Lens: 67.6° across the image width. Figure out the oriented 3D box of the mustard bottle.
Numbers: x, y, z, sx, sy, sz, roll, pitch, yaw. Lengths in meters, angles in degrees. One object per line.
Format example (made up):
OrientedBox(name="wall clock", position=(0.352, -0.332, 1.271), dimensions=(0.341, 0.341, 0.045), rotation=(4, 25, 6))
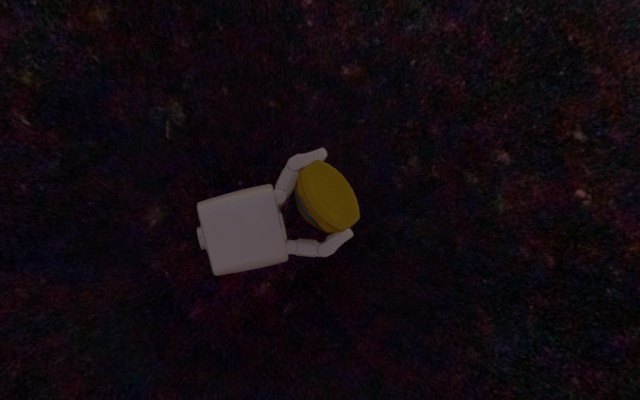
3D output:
OrientedBox(name="mustard bottle", position=(0.000, 0.002, 0.690), dimensions=(0.058, 0.096, 0.191), rotation=(-37, 0, -9))
